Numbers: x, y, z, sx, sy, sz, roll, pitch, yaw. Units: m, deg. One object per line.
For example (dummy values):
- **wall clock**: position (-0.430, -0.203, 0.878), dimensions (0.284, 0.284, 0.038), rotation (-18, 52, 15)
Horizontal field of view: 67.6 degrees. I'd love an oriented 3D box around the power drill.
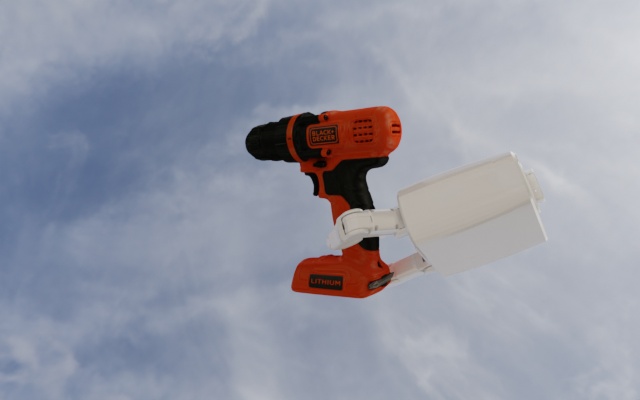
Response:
- **power drill**: position (0.000, 0.002, 0.497), dimensions (0.184, 0.187, 0.057), rotation (-1, 8, 37)
